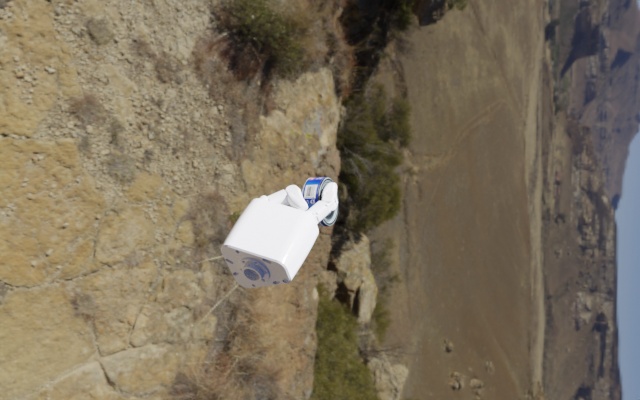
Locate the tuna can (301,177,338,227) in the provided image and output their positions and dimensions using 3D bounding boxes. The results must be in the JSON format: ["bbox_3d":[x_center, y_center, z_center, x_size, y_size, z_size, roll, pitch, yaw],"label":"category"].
[{"bbox_3d":[0.001,0.003,0.821,0.034,0.086,0.086,-2,-1,25],"label":"tuna can"}]
